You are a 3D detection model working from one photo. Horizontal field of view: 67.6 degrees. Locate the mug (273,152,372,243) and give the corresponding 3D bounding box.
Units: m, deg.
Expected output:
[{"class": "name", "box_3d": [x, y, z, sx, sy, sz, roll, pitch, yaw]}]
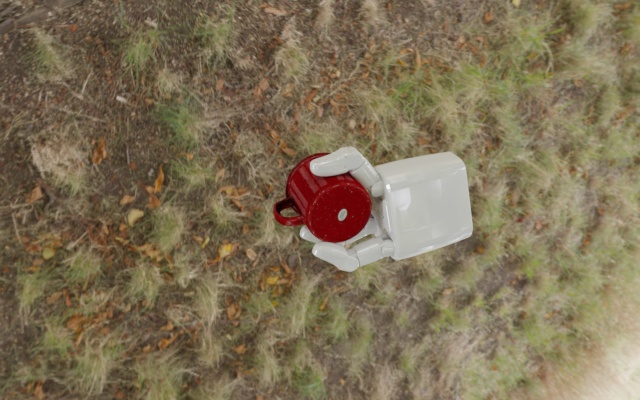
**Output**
[{"class": "mug", "box_3d": [-0.001, 0.002, 0.579, 0.117, 0.093, 0.081, -16, 29, -11]}]
